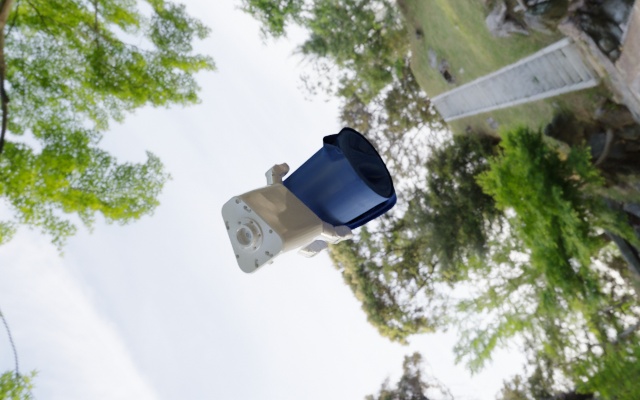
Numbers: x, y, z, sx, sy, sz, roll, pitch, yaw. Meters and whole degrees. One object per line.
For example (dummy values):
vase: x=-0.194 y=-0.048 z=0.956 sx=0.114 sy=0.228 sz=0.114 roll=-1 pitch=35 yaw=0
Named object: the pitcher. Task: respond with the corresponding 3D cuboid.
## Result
pitcher: x=0.000 y=0.003 z=0.809 sx=0.243 sy=0.149 sz=0.145 roll=-35 pitch=-6 yaw=28
